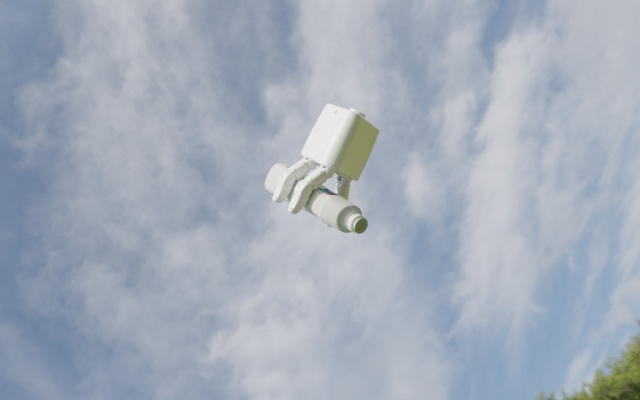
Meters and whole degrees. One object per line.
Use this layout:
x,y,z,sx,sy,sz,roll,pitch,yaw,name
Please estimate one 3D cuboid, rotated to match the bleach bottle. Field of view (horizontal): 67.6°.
0.000,0.003,0.871,0.102,0.068,0.250,23,4,-41,bleach bottle
